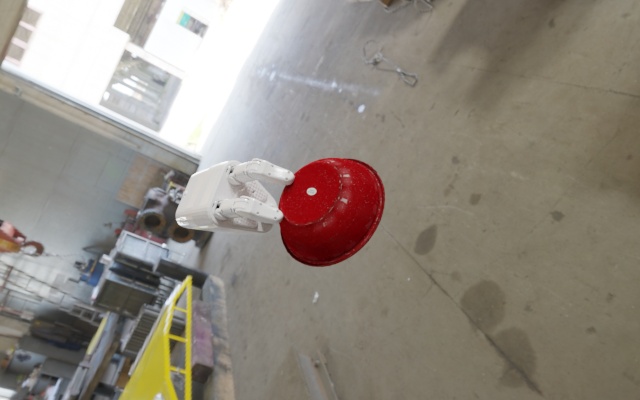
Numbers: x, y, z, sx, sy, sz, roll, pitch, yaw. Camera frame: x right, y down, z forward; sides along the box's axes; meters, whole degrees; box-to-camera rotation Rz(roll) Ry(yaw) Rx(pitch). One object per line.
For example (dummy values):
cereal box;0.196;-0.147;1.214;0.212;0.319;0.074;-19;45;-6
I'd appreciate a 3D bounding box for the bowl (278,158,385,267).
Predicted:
bowl;0.001;0.002;0.624;0.162;0.162;0.055;0;-27;34
